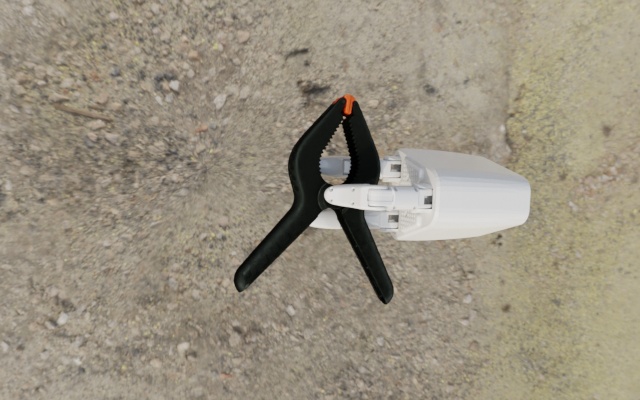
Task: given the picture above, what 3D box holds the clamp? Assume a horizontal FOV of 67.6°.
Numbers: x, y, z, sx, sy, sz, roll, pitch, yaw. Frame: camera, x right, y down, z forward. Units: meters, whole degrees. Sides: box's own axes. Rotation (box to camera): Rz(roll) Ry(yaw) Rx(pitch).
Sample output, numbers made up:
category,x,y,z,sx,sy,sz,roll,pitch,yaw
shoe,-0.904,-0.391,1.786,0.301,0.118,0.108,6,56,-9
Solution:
category,x,y,z,sx,sy,sz,roll,pitch,yaw
clamp,0.001,0.001,0.468,0.164,0.210,0.036,1,4,-18
